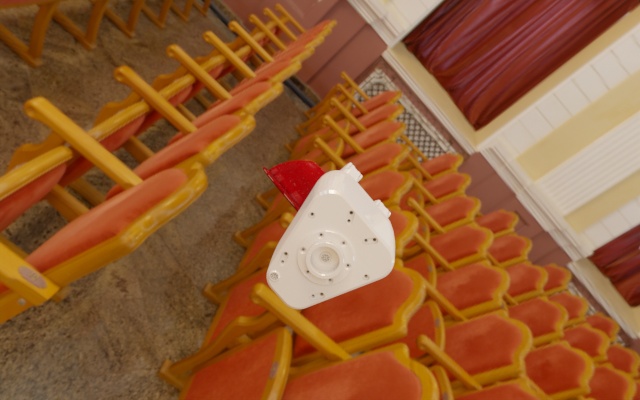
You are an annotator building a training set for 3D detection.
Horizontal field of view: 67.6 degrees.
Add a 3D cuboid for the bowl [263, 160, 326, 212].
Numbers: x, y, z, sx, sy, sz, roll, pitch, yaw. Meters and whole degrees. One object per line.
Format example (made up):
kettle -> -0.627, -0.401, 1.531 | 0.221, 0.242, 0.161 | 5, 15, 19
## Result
bowl -> 0.000, 0.001, 0.608 | 0.055, 0.162, 0.162 | -42, 1, -1
